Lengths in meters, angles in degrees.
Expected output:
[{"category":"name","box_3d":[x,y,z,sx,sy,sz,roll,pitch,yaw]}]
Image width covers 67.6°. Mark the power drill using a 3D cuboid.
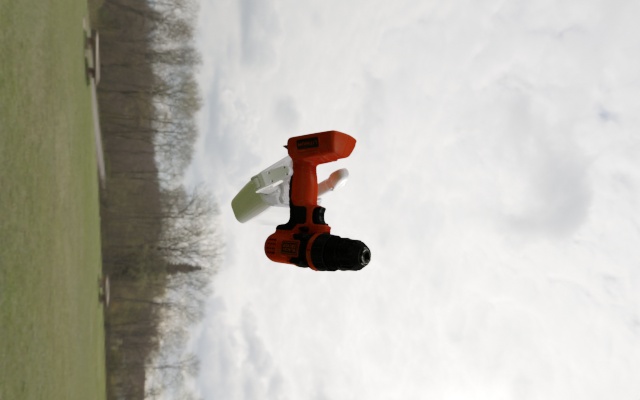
[{"category":"power drill","box_3d":[0.000,0.002,0.652,0.184,0.187,0.057,0,-12,43]}]
